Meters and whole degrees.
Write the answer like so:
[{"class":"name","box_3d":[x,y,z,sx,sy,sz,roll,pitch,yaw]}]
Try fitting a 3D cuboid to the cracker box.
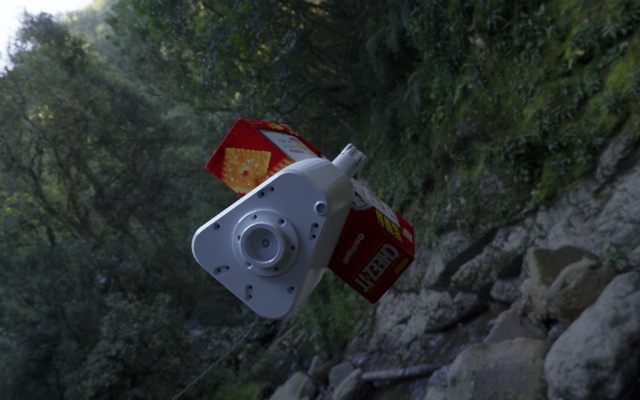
[{"class":"cracker box","box_3d":[0.000,0.001,0.530,0.213,0.072,0.164,40,12,4]}]
